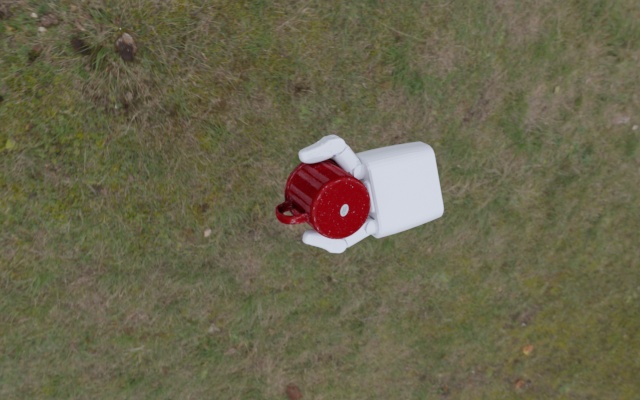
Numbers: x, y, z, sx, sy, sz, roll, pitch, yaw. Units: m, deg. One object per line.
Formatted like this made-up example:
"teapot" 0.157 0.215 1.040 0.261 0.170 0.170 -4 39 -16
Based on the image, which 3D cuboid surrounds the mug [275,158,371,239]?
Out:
"mug" -0.001 0.002 0.601 0.117 0.093 0.081 -17 24 -18
